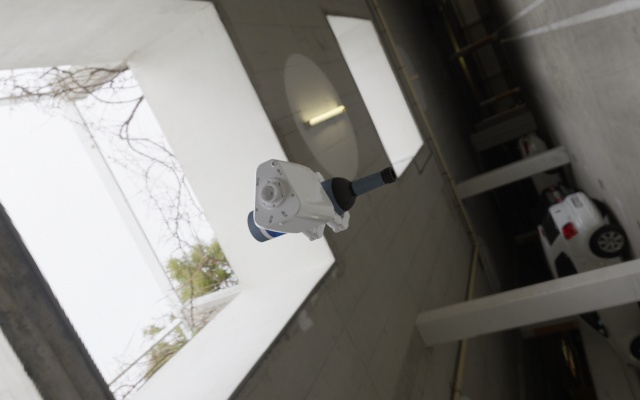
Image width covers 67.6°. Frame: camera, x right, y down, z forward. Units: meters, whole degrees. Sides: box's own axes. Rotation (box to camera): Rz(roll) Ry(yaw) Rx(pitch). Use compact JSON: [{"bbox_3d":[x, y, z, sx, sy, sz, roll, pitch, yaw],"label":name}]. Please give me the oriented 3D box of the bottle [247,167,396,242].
[{"bbox_3d":[0.000,0.003,0.877,0.296,0.069,0.069,-21,-10,26],"label":"bottle"}]
